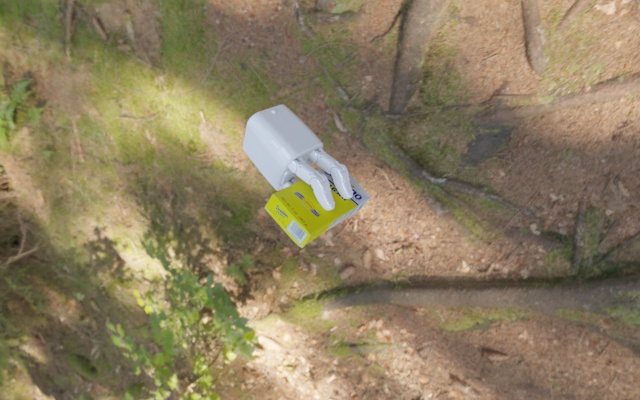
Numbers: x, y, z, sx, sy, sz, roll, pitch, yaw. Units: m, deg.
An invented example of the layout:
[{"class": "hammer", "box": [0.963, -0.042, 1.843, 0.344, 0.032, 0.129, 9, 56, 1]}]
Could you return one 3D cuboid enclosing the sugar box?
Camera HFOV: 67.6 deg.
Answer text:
[{"class": "sugar box", "box": [0.000, 0.002, 0.813, 0.176, 0.093, 0.048, -31, -16, -43]}]
